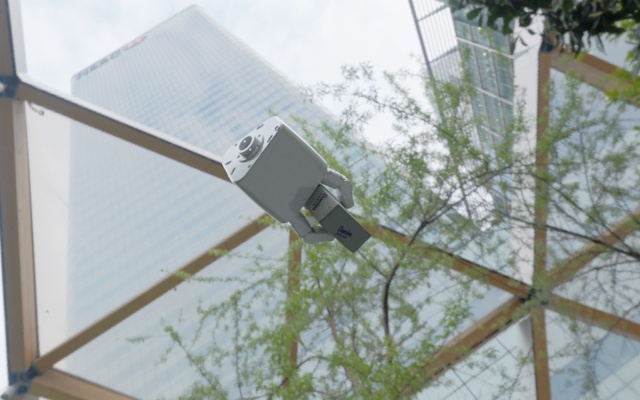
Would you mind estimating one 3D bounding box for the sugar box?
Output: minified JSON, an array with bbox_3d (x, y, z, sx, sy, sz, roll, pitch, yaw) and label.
[{"bbox_3d":[0.000,0.003,0.747,0.093,0.048,0.176,43,5,-38],"label":"sugar box"}]
